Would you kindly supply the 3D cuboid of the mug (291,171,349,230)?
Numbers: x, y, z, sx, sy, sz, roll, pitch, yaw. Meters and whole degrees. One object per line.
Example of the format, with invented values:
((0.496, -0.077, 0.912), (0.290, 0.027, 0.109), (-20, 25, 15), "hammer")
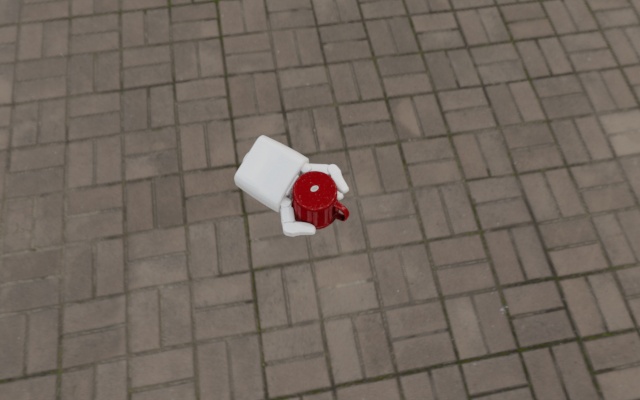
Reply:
((0.001, 0.004, 0.886), (0.117, 0.093, 0.081), (30, -21, 12), "mug")
